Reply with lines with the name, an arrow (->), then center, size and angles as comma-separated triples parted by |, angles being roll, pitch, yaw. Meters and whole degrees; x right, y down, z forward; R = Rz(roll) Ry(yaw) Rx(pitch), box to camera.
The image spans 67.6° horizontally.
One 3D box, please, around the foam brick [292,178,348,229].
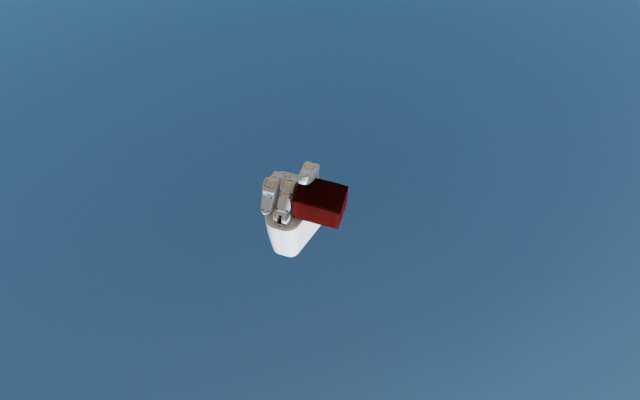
foam brick -> 0.000, 0.003, 0.746 | 0.078, 0.053, 0.051 | 15, -32, 10
